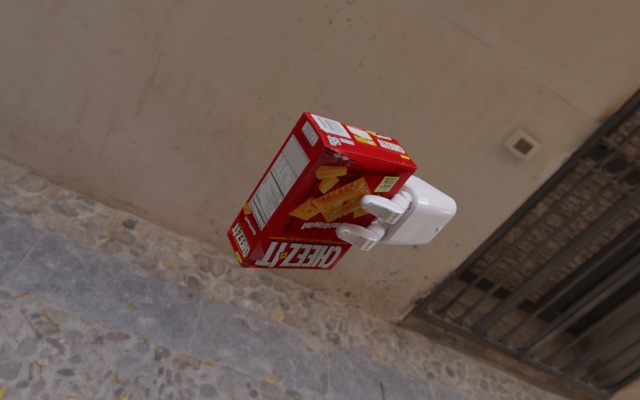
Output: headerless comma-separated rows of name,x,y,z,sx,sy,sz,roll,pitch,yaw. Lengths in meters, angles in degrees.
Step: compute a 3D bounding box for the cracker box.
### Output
cracker box,0.000,0.002,0.632,0.164,0.214,0.072,9,39,-40
